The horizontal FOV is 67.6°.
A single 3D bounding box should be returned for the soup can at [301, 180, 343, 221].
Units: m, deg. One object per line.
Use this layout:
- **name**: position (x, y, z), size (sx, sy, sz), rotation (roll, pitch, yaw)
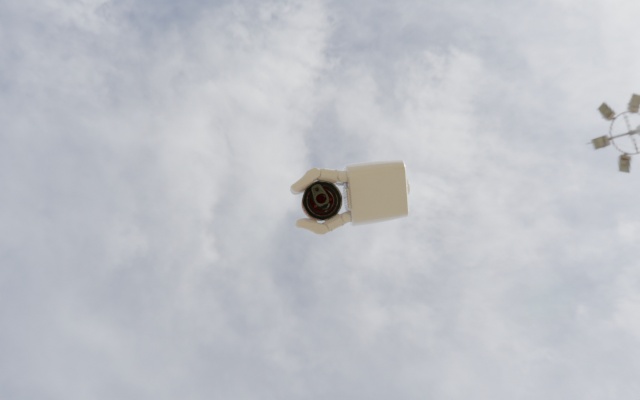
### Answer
- **soup can**: position (0.000, 0.003, 0.846), size (0.068, 0.068, 0.102), rotation (0, -3, -4)
